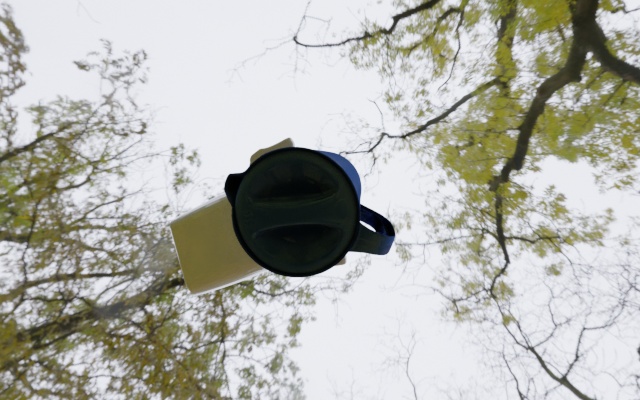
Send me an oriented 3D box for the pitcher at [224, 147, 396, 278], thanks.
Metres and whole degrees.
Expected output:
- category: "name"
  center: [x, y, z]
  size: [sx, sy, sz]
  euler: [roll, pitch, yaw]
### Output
- category: "pitcher"
  center: [0.000, 0.002, 0.588]
  size: [0.145, 0.149, 0.243]
  euler: [-25, 4, 11]
